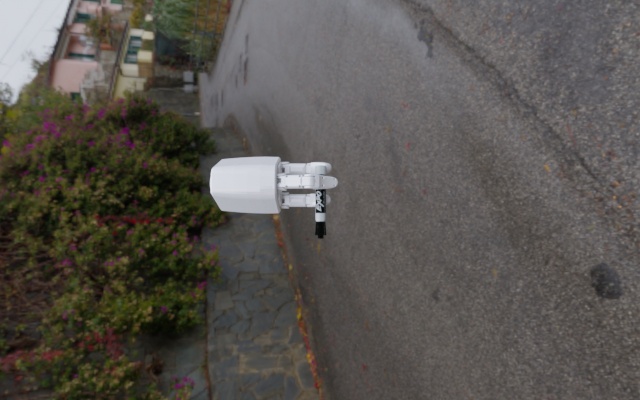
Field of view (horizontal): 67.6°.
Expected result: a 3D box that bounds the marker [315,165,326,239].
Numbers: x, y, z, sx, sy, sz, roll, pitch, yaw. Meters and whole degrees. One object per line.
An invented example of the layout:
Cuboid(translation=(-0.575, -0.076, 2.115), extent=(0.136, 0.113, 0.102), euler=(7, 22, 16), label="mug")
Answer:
Cuboid(translation=(0.000, 0.003, 0.791), extent=(0.020, 0.121, 0.020), euler=(0, -3, 0), label="marker")
